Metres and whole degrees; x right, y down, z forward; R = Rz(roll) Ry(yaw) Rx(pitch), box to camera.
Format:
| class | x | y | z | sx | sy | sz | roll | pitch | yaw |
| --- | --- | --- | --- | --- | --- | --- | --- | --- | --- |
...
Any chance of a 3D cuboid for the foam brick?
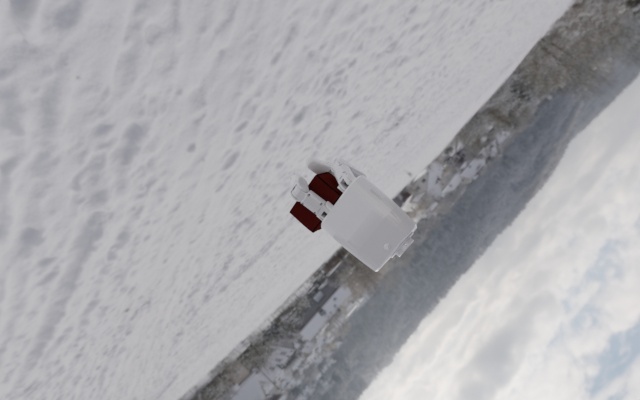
| class | x | y | z | sx | sy | sz | roll | pitch | yaw |
| --- | --- | --- | --- | --- | --- | --- | --- | --- | --- |
| foam brick | 0.000 | 0.003 | 0.735 | 0.051 | 0.078 | 0.053 | 41 | 22 | 12 |
